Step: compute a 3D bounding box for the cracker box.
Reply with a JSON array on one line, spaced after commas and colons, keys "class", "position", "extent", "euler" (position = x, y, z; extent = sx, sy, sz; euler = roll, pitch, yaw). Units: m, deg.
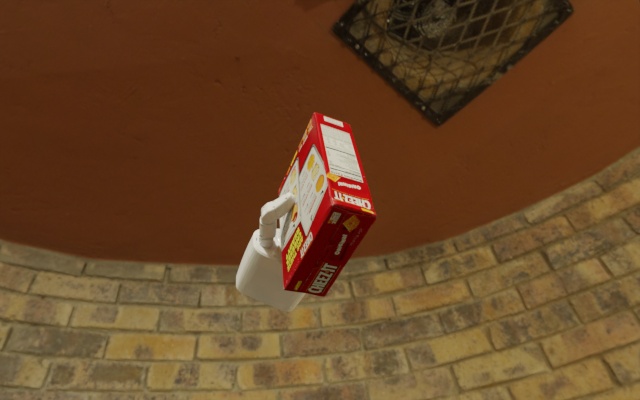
[{"class": "cracker box", "position": [0.000, 0.002, 0.687], "extent": [0.072, 0.164, 0.213], "euler": [14, 37, -20]}]
